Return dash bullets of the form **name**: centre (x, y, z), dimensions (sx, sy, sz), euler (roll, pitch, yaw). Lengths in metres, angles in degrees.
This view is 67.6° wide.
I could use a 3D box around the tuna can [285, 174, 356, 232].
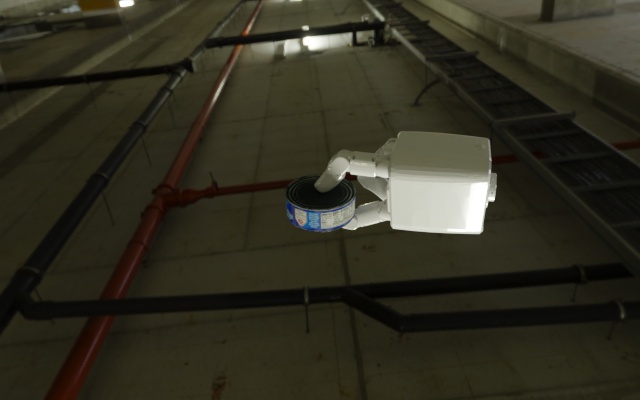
- **tuna can**: centre (0.000, 0.002, 0.582), dimensions (0.086, 0.034, 0.086), euler (-1, 31, 1)
